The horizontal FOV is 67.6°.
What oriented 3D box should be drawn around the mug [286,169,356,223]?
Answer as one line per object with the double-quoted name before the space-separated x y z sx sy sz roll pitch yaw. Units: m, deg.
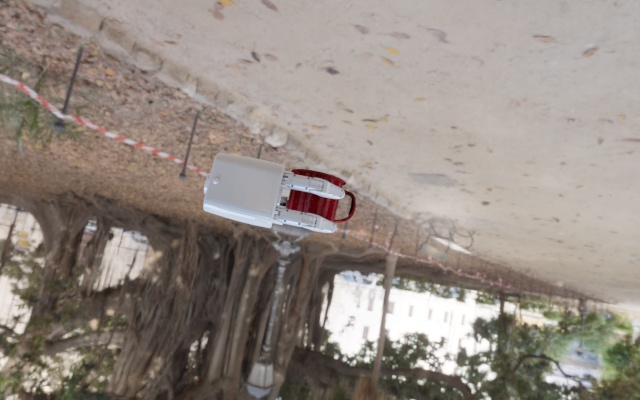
"mug" 0.001 0.003 0.788 0.117 0.081 0.093 13 -8 -3
